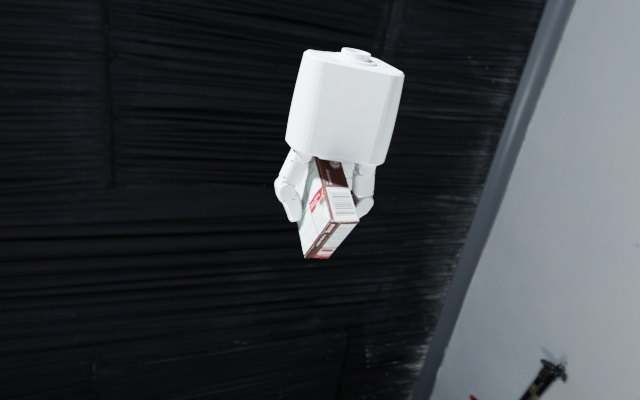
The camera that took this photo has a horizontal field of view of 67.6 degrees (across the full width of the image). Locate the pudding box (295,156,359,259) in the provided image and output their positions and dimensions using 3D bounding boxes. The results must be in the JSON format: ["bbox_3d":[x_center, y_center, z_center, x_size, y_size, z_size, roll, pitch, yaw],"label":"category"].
[{"bbox_3d":[0.000,0.002,0.589,0.039,0.113,0.090,3,-35,-24],"label":"pudding box"}]
